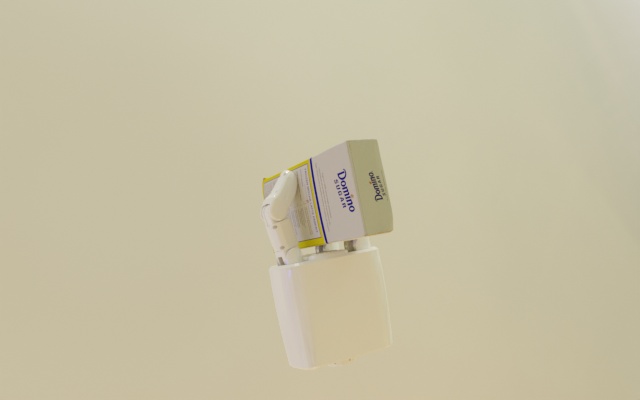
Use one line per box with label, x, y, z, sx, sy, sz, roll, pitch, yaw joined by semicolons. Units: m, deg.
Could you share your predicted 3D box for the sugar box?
sugar box;0.000;0.002;0.514;0.048;0.093;0.176;-7;-5;-37
